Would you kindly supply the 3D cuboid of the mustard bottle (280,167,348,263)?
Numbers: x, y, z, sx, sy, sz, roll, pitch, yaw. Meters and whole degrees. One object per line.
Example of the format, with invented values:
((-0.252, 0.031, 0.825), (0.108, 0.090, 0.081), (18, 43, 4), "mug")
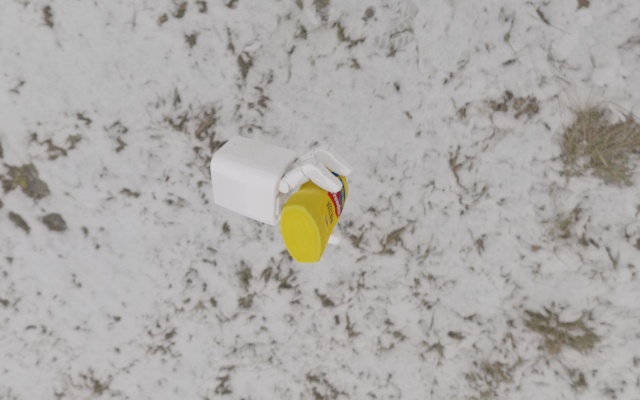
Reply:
((0.000, 0.003, 0.713), (0.058, 0.096, 0.191), (-3, 28, 21), "mustard bottle")
